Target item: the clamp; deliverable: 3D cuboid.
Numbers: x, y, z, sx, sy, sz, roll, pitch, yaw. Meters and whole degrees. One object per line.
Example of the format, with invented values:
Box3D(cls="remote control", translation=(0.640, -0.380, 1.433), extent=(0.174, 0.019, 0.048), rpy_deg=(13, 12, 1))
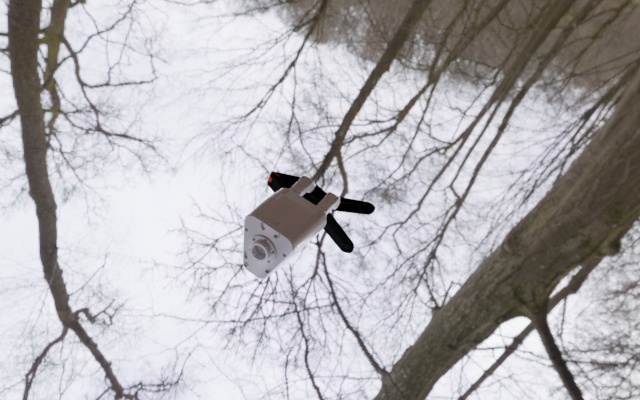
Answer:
Box3D(cls="clamp", translation=(-0.001, 0.003, 0.888), extent=(0.210, 0.036, 0.164), rpy_deg=(32, 32, 12))
